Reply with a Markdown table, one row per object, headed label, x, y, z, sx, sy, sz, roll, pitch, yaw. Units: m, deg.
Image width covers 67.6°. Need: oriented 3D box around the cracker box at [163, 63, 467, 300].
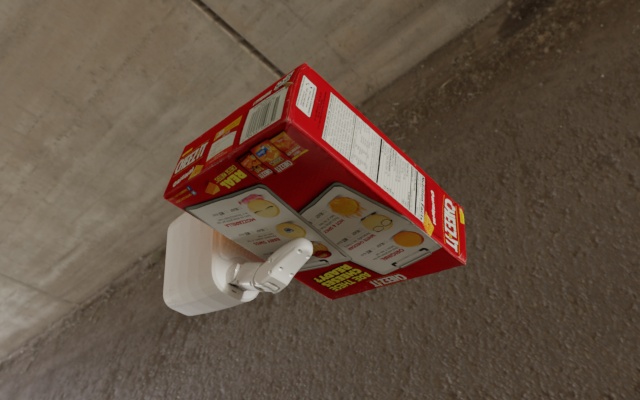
| label | x | y | z | sx | sy | sz | roll | pitch | yaw |
| --- | --- | --- | --- | --- | --- | --- | --- | --- | --- |
| cracker box | 0.000 | 0.001 | 0.423 | 0.164 | 0.072 | 0.214 | -24 | -48 | 40 |
